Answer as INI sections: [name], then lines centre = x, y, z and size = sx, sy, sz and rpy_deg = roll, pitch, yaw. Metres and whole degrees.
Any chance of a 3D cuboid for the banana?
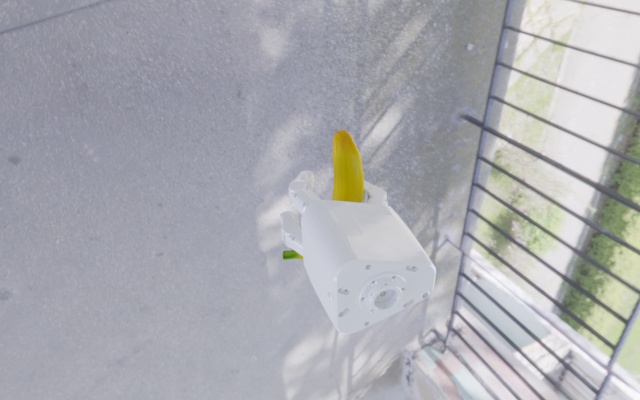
[banana]
centre = 0.016, 0.010, 0.596
size = 0.069, 0.198, 0.037
rpy_deg = 16, 26, -16
